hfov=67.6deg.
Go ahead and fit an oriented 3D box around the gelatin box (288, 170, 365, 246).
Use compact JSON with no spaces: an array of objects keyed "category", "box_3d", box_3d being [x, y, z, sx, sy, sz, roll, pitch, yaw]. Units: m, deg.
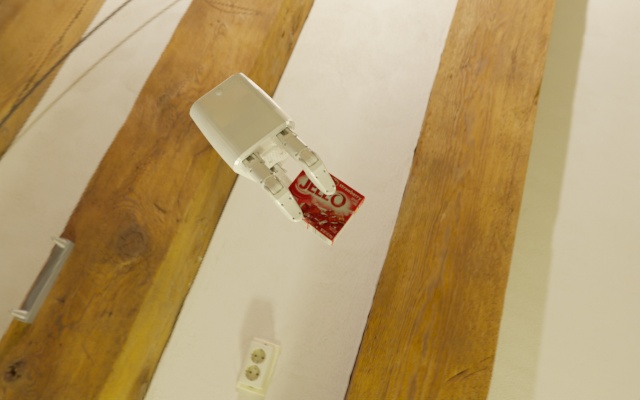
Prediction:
[{"category":"gelatin box","box_3d":[0.000,0.002,0.614,0.089,0.073,0.030,35,-16,9]}]
